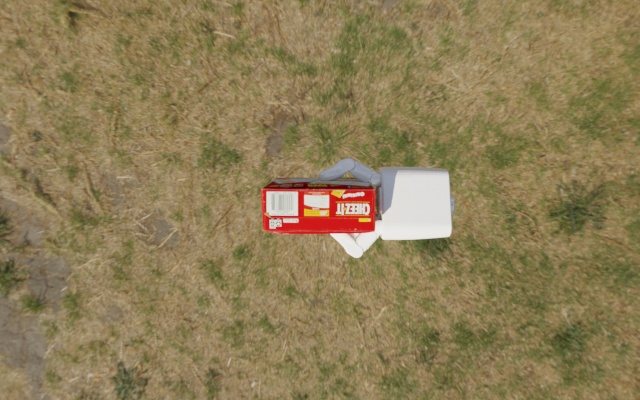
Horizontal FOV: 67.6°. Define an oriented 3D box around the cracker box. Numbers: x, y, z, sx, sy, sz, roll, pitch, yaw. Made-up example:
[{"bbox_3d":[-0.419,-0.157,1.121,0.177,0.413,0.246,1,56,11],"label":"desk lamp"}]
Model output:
[{"bbox_3d":[0.000,0.002,0.777,0.164,0.072,0.213,0,7,1],"label":"cracker box"}]
